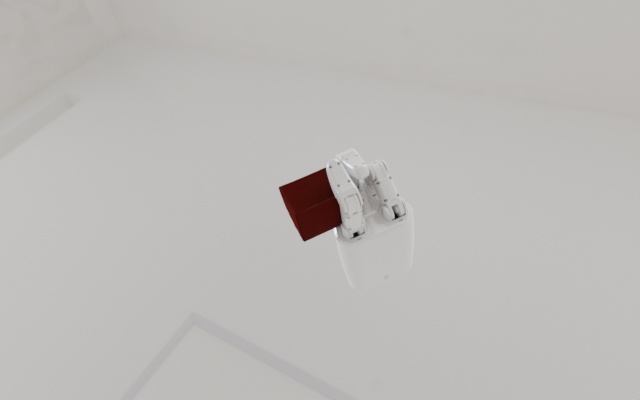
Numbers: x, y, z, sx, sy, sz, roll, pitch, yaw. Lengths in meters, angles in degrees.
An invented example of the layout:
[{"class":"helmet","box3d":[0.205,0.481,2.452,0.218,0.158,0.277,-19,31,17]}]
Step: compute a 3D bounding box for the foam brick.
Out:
[{"class":"foam brick","box3d":[0.000,0.002,0.559,0.078,0.051,0.053,-23,47,-10]}]
